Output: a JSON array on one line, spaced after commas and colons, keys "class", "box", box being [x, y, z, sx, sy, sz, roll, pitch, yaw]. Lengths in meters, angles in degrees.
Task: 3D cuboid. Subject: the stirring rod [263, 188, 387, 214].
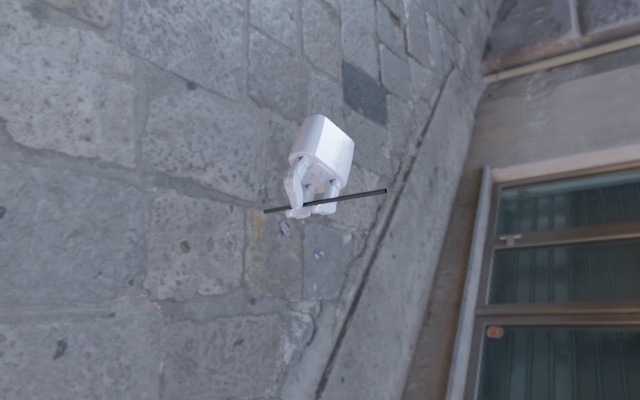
[{"class": "stirring rod", "box": [0.000, 0.003, 0.800, 0.239, 0.011, 0.011, -10, -5, 32]}]
